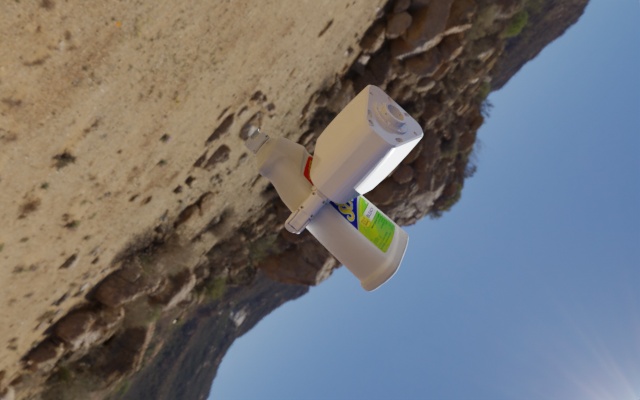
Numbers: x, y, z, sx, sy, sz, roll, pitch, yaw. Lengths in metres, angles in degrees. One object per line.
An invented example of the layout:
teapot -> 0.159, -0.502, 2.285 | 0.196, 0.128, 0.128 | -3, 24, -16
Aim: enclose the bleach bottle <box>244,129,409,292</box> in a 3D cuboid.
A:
bleach bottle -> 0.000, 0.002, 0.631 | 0.068, 0.251, 0.102 | -46, 6, 37
